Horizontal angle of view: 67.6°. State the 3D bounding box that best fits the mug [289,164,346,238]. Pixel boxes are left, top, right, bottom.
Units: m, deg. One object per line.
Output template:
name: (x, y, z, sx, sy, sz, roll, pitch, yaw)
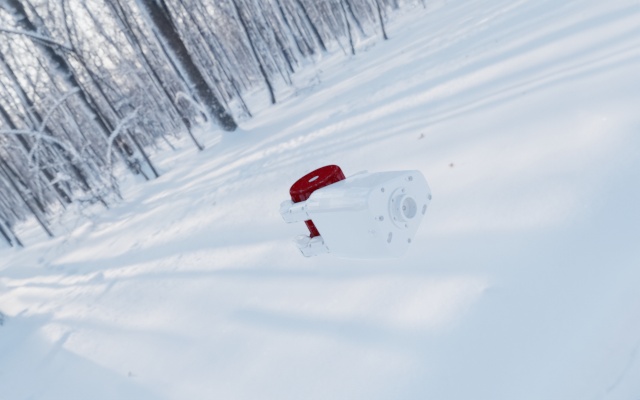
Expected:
mug: (-0.001, 0.002, 0.691, 0.093, 0.081, 0.117, -40, 21, -34)
